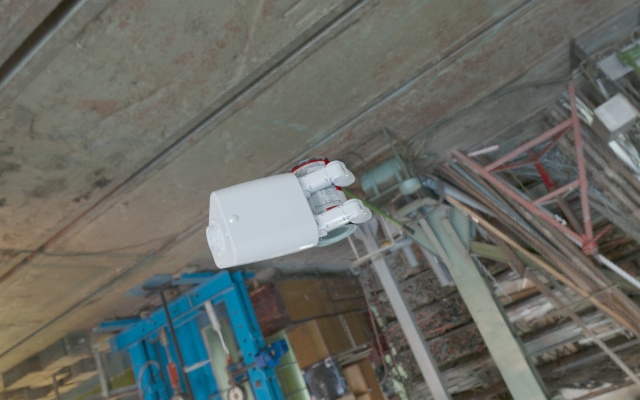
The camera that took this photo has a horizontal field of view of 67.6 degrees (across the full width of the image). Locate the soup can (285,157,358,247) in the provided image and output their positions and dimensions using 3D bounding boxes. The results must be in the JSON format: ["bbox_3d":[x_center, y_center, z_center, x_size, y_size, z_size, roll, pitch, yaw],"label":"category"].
[{"bbox_3d":[0.001,0.002,0.637,0.068,0.102,0.068,-21,-19,-8],"label":"soup can"}]
